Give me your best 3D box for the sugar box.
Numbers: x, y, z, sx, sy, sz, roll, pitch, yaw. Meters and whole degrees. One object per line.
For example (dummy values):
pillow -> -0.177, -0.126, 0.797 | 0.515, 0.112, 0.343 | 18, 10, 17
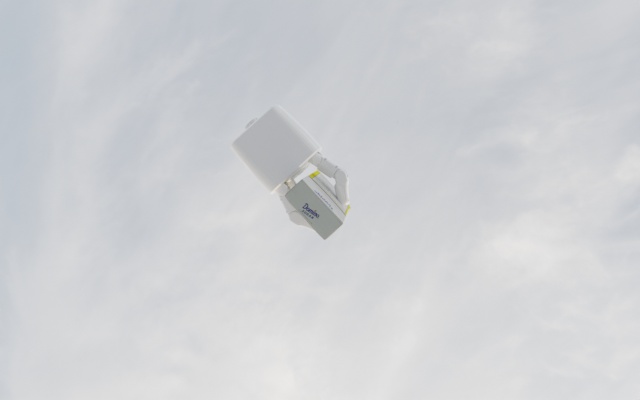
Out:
sugar box -> 0.000, 0.003, 0.787 | 0.048, 0.093, 0.176 | -43, 0, 13
